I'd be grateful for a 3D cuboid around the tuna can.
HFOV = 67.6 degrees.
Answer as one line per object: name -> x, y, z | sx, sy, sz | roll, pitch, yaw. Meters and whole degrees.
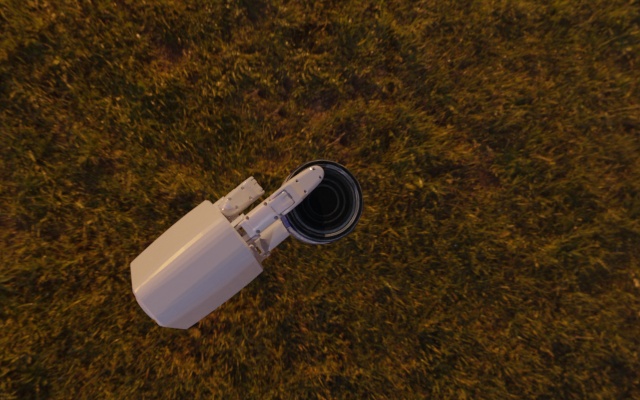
tuna can -> 0.000, 0.001, 0.490 | 0.086, 0.086, 0.034 | 0, -7, -13
